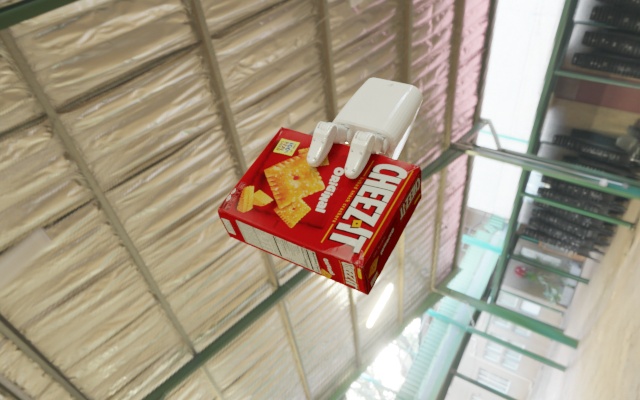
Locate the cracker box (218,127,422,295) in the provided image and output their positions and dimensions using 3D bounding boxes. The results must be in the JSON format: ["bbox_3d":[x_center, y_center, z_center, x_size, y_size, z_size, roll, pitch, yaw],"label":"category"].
[{"bbox_3d":[0.000,0.002,0.619,0.213,0.164,0.072,19,-31,26],"label":"cracker box"}]
